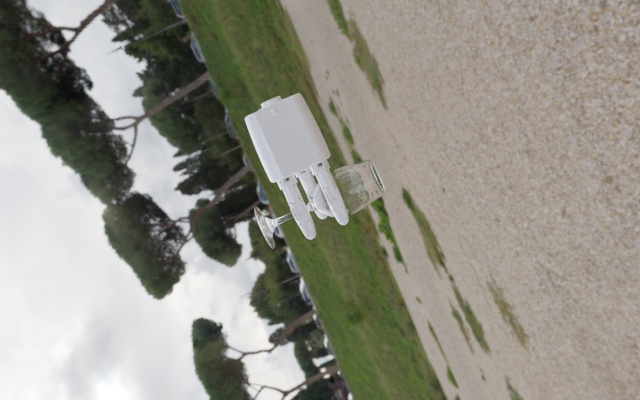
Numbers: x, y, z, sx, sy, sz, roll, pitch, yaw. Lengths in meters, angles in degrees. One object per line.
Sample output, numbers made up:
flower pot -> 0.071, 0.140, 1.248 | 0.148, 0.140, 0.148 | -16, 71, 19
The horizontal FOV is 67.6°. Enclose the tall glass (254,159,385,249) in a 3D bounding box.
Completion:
tall glass -> 0.000, 0.003, 0.765 | 0.201, 0.079, 0.079 | -24, 0, 1
